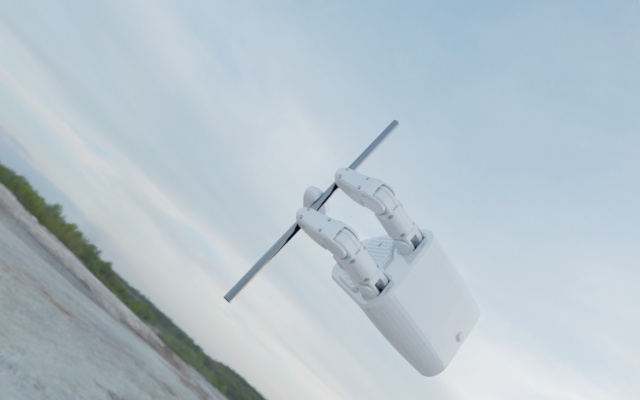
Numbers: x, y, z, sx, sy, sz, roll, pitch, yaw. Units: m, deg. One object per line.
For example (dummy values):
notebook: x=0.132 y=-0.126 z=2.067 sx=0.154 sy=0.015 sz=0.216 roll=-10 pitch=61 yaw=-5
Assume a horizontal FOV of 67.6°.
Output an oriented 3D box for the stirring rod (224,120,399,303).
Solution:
stirring rod: x=0.000 y=0.002 z=0.436 sx=0.239 sy=0.011 sz=0.011 roll=-46 pitch=22 yaw=-23
